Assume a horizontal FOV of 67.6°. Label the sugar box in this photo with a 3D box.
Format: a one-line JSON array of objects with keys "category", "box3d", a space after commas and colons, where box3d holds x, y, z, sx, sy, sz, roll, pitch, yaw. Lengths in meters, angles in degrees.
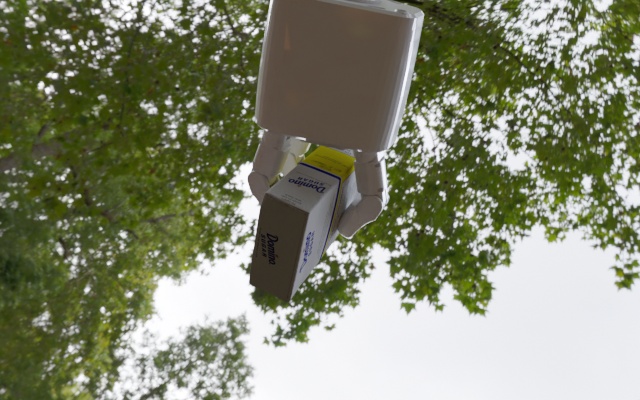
[{"category": "sugar box", "box3d": [0.000, 0.001, 0.436, 0.048, 0.093, 0.176, 24, 33, 16]}]
